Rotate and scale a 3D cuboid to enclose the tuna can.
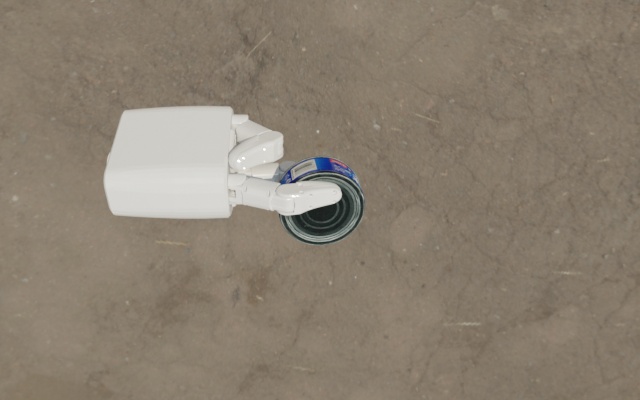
[{"bbox_3d":[0.000,0.002,0.470,0.086,0.086,0.033,0,31,-9],"label":"tuna can"}]
